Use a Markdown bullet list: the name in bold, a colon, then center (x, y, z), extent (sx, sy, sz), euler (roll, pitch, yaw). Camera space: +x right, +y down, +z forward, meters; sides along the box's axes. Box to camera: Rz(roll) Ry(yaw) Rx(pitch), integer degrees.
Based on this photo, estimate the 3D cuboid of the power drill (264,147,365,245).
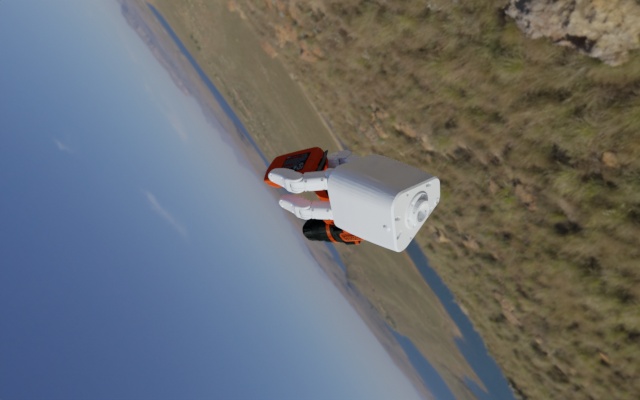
- **power drill**: center (0.000, 0.002, 0.754), extent (0.184, 0.057, 0.188), euler (-10, -42, 42)
